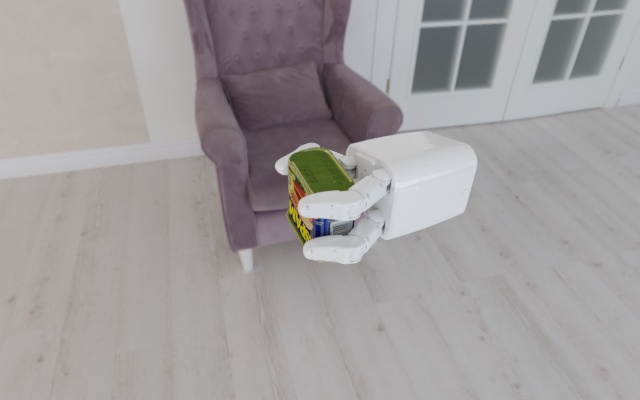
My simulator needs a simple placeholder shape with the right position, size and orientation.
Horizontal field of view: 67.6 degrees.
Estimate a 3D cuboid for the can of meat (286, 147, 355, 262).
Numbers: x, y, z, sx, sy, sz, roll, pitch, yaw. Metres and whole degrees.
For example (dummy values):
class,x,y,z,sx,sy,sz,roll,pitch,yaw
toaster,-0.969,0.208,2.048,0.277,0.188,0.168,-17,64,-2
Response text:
class,x,y,z,sx,sy,sz,roll,pitch,yaw
can of meat,0.000,0.001,0.526,0.057,0.084,0.102,-13,40,-18
